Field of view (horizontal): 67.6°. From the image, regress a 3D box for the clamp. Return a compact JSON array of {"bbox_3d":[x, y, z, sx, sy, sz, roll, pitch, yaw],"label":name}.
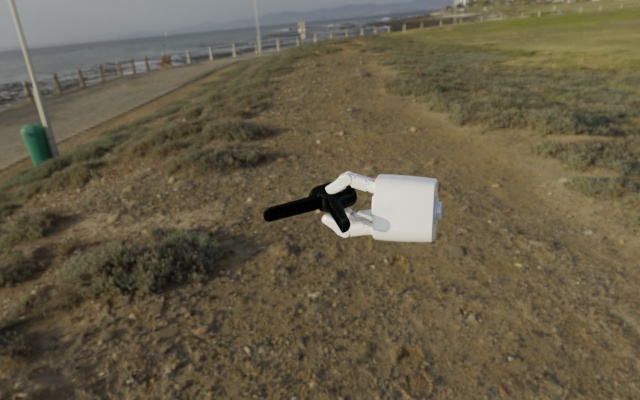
[{"bbox_3d":[0.001,0.002,0.899,0.164,0.036,0.210,5,23,18],"label":"clamp"}]
